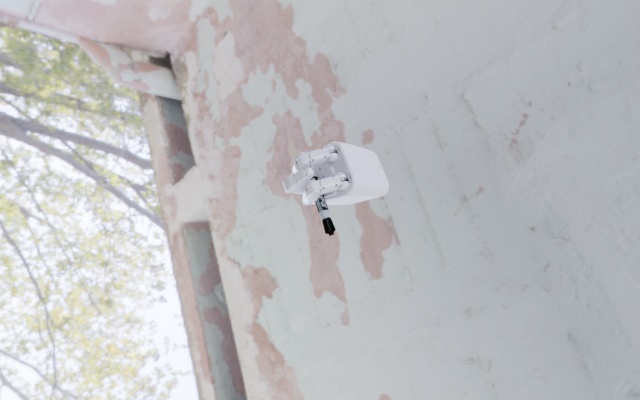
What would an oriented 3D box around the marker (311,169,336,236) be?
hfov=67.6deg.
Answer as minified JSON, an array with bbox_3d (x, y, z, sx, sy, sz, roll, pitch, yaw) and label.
[{"bbox_3d":[0.000,0.003,0.803,0.020,0.121,0.020,-17,-21,-7],"label":"marker"}]
